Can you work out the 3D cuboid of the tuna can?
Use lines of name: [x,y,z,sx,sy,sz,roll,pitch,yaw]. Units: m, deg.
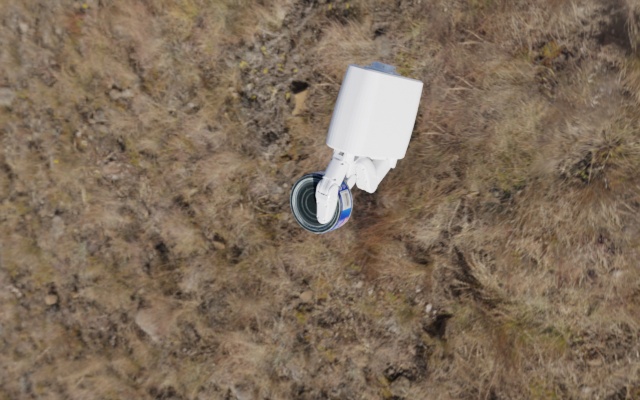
tuna can: [0.000,0.002,0.665,0.086,0.086,0.033,0,11,33]
